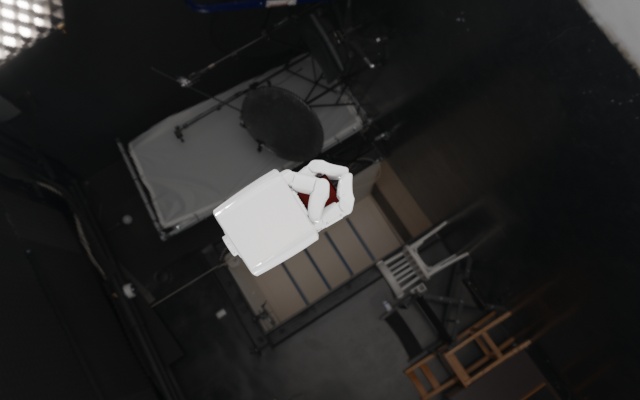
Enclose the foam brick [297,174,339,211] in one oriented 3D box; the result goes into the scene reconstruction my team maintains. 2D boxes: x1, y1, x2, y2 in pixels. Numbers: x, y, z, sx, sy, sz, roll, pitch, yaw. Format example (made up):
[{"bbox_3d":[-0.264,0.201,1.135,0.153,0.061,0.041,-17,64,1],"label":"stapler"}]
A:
[{"bbox_3d":[0.000,0.002,0.732,0.051,0.053,0.078,-34,-12,-7],"label":"foam brick"}]
